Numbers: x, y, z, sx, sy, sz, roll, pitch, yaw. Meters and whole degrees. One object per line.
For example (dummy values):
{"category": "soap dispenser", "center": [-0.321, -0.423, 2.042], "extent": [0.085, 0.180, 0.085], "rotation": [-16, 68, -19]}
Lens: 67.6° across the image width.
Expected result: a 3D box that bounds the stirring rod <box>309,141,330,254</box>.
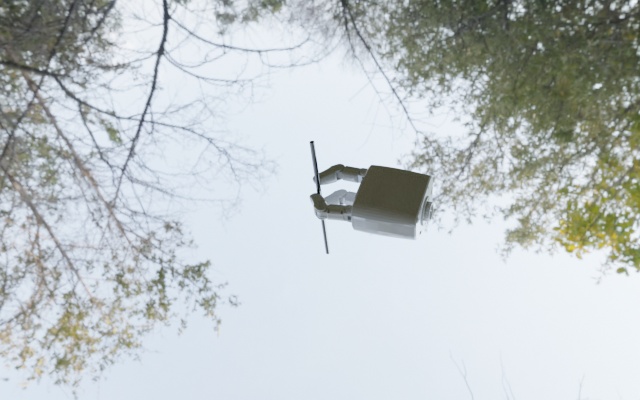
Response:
{"category": "stirring rod", "center": [0.000, 0.003, 0.832], "extent": [0.011, 0.240, 0.011], "rotation": [-5, 36, 4]}
